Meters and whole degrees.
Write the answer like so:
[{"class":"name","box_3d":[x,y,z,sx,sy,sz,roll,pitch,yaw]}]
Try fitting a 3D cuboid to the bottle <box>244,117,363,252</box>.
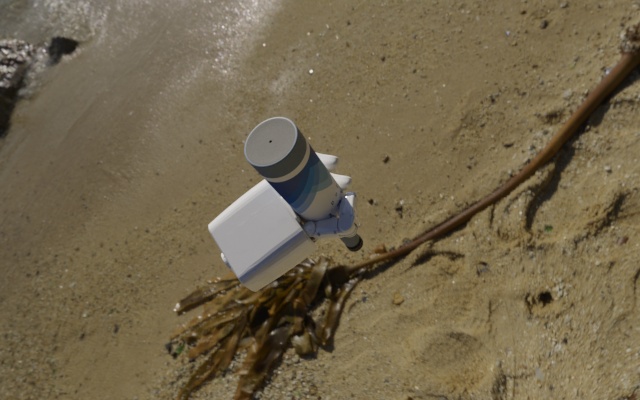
[{"class":"bottle","box_3d":[0.000,0.002,0.642,0.069,0.069,0.296,0,-27,25]}]
